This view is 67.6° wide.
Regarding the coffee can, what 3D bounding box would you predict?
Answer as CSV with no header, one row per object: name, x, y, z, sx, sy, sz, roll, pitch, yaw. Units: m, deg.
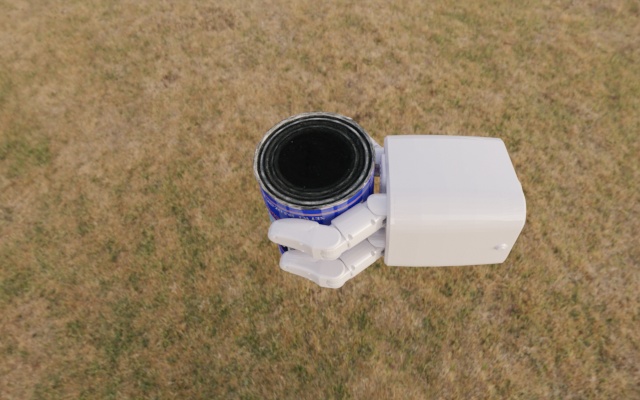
coffee can,0.000,0.002,0.453,0.103,0.102,0.140,0,-33,6
